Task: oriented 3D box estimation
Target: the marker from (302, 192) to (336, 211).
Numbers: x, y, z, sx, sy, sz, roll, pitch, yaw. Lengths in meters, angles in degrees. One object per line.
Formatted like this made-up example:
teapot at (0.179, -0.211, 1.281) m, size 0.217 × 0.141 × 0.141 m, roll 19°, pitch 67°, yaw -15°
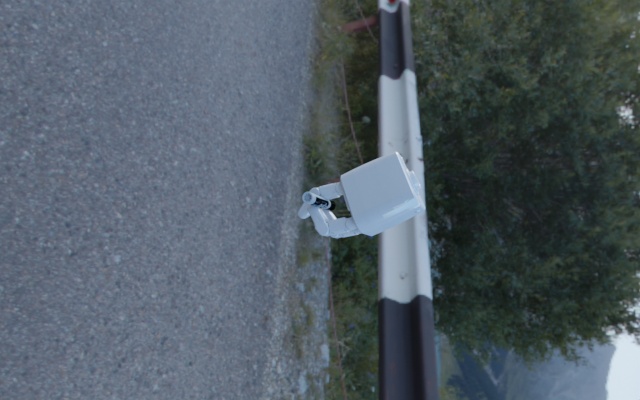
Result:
marker at (0.000, 0.003, 0.813) m, size 0.020 × 0.020 × 0.121 m, roll 0°, pitch -7°, yaw 21°
